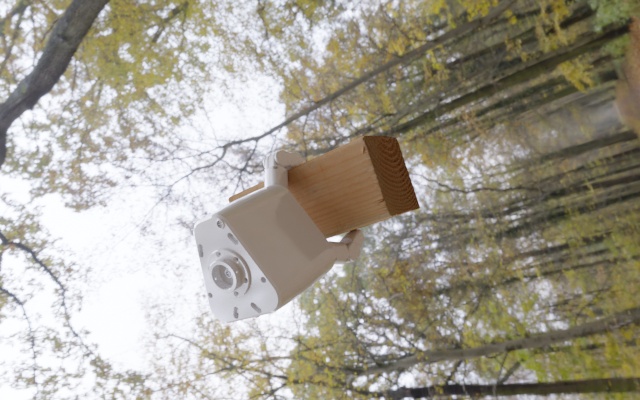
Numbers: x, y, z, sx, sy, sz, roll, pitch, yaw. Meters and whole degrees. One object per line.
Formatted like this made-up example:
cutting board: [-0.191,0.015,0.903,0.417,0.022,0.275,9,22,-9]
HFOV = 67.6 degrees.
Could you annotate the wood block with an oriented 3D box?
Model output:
wood block: [0.000,0.002,0.579,0.206,0.091,0.090,-21,-6,32]
